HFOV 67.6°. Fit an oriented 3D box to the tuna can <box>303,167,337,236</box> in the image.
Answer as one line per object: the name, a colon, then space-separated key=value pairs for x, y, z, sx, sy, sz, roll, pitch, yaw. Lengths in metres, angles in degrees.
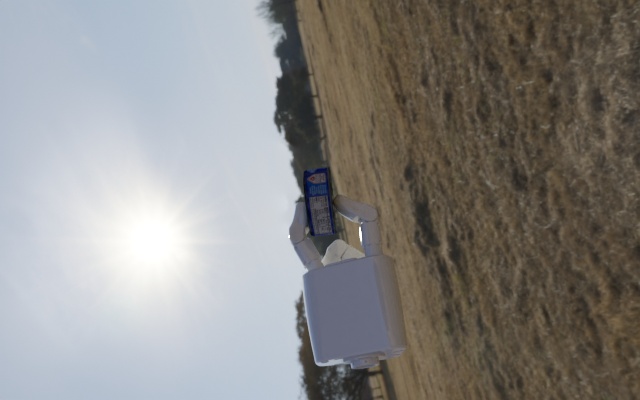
tuna can: x=0.000 y=0.002 z=0.601 sx=0.034 sy=0.086 sz=0.086 roll=-7 pitch=0 yaw=3
